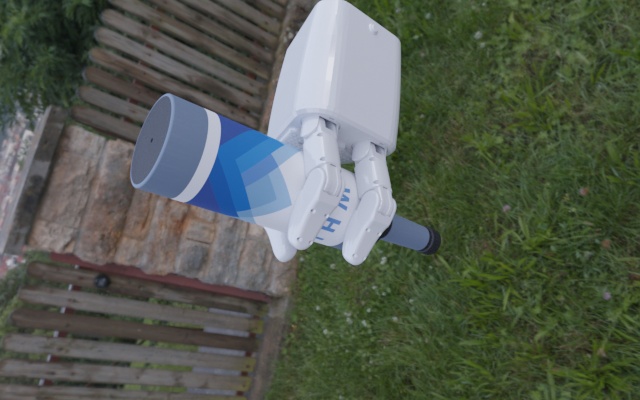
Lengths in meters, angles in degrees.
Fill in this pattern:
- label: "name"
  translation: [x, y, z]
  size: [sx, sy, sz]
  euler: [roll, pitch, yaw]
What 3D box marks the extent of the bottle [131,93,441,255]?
- label: "bottle"
  translation: [0.000, 0.001, 0.401]
  size: [0.296, 0.069, 0.069]
  euler: [20, -12, -36]
